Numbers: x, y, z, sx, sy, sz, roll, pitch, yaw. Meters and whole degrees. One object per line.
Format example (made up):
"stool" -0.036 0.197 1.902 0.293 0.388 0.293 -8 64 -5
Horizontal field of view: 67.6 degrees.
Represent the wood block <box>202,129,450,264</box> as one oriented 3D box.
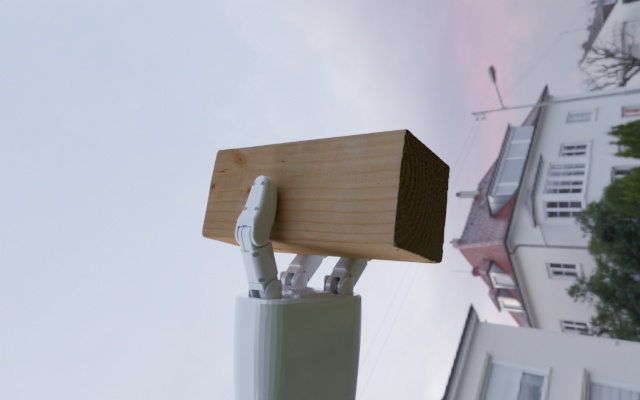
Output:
"wood block" 0.000 0.002 0.435 0.206 0.090 0.091 -1 -15 36
